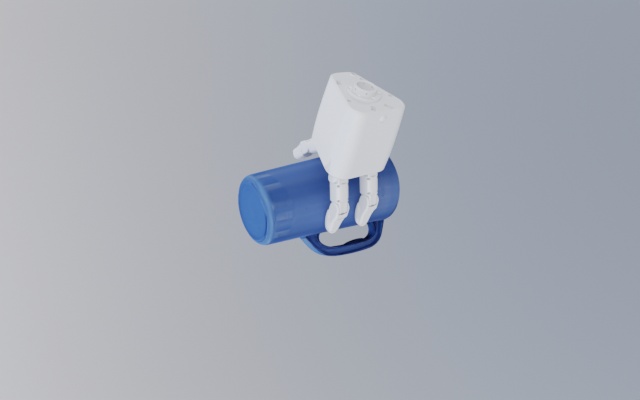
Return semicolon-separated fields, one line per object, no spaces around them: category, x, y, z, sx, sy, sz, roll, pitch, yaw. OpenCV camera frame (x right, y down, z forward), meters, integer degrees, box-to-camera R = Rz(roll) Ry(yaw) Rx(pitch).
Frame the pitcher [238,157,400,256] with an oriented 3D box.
pitcher;0.000;0.002;0.765;0.243;0.145;0.149;-14;51;-32
